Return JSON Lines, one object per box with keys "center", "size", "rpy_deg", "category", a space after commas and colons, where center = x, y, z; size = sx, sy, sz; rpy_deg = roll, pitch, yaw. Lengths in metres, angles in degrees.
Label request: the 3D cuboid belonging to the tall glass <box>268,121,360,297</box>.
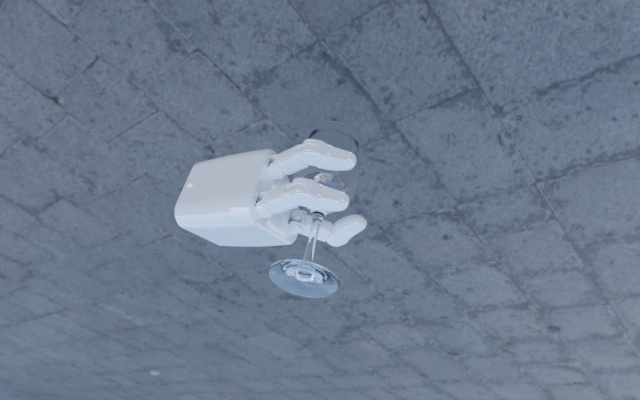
{"center": [0.000, 0.002, 0.538], "size": [0.079, 0.201, 0.079], "rpy_deg": [8, -36, 6], "category": "tall glass"}
